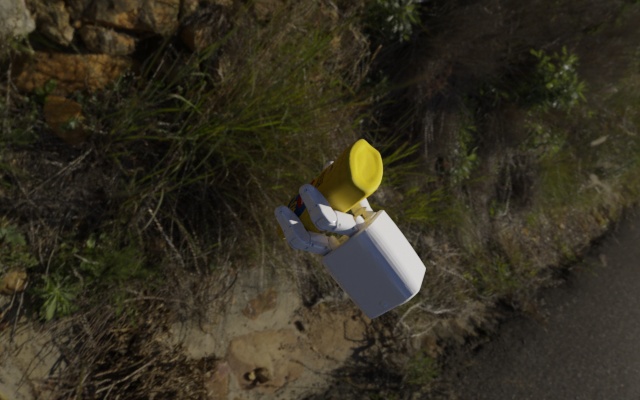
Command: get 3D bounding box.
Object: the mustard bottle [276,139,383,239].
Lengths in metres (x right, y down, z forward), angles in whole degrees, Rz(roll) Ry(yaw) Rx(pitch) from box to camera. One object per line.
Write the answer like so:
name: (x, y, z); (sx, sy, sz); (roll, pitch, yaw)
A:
mustard bottle: (0.000, 0.002, 0.652); (0.058, 0.096, 0.192); (37, -50, -17)
